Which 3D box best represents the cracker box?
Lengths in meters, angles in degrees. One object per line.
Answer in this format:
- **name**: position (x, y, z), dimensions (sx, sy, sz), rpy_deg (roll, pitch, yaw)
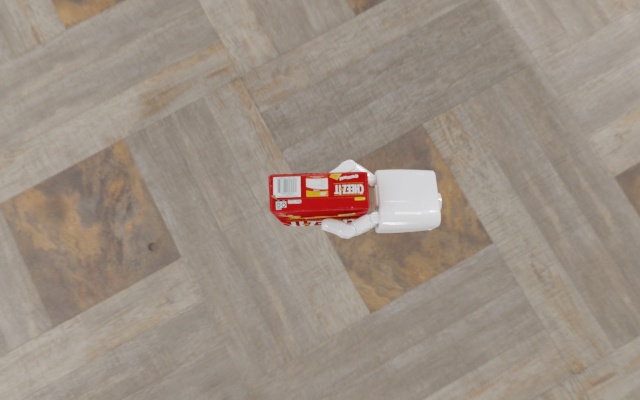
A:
- **cracker box**: position (0.000, 0.003, 0.870), dimensions (0.164, 0.072, 0.214), rpy_deg (-2, -9, 1)
